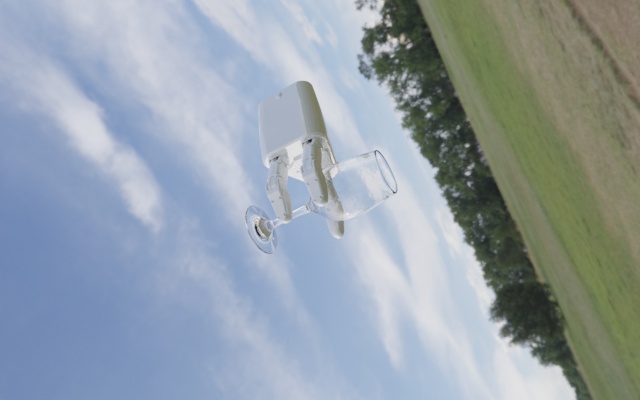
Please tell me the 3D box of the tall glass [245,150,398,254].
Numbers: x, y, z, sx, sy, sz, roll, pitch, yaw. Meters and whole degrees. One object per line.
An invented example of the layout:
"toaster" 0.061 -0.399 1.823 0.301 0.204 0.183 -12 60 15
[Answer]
"tall glass" 0.000 0.003 0.645 0.201 0.079 0.079 -25 -9 21
